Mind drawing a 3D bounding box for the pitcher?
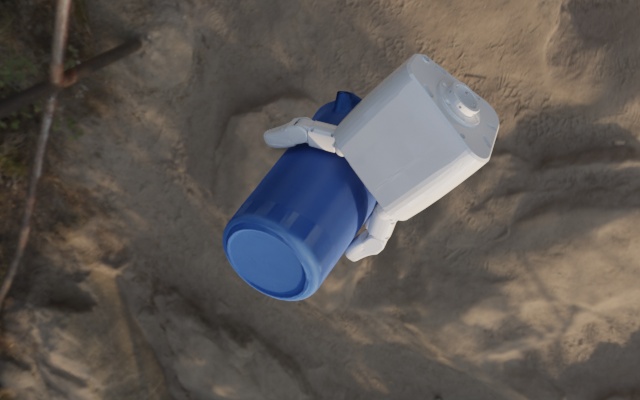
[{"bbox_3d":[0.000,0.002,0.544,0.145,0.149,0.242,-38,11,44],"label":"pitcher"}]
